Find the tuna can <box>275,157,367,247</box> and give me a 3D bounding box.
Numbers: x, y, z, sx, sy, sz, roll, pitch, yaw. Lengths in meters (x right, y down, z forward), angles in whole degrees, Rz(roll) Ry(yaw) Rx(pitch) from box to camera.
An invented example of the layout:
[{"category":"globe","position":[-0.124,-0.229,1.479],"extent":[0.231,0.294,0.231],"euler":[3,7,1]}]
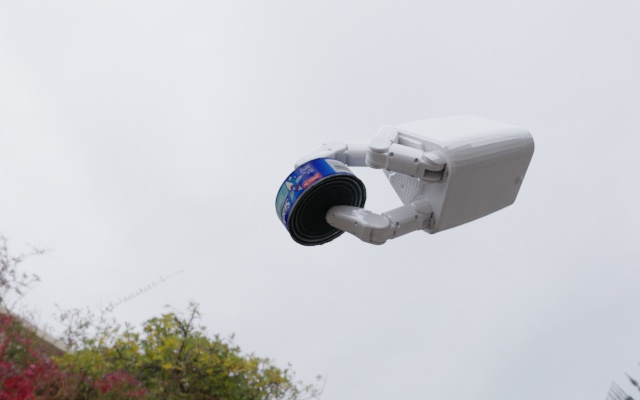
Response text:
[{"category":"tuna can","position":[0.000,0.001,0.461],"extent":[0.086,0.086,0.033],"euler":[0,36,-37]}]
